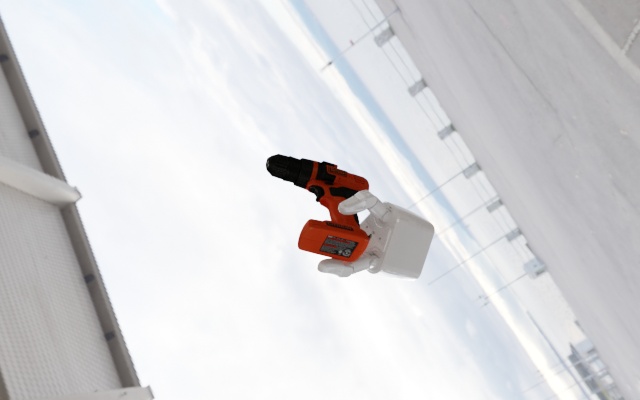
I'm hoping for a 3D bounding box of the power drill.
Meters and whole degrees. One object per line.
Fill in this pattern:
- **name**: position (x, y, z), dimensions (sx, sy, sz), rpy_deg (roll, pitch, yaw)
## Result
- **power drill**: position (0.000, 0.003, 0.758), dimensions (0.184, 0.057, 0.187), rpy_deg (14, 38, -15)
